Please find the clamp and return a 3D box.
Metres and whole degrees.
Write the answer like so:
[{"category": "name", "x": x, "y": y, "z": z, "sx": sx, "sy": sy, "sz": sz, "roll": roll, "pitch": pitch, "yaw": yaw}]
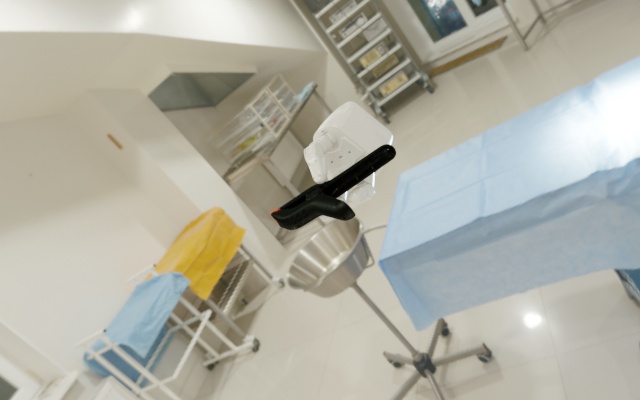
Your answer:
[{"category": "clamp", "x": -0.001, "y": 0.002, "z": 0.673, "sx": 0.210, "sy": 0.036, "sz": 0.164, "roll": -26, "pitch": 17, "yaw": 35}]
